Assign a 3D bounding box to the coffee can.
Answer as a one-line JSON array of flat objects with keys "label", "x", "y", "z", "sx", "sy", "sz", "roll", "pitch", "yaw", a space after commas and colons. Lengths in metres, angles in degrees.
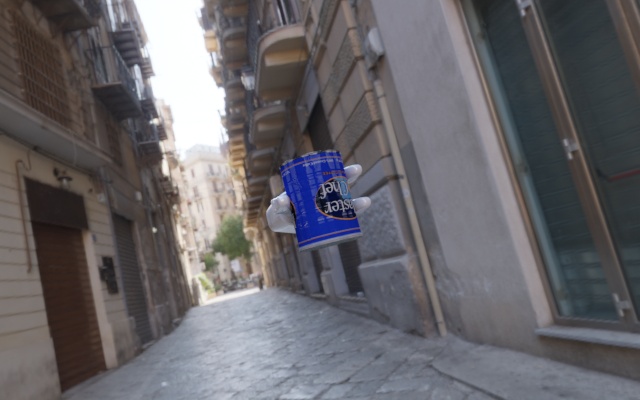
[{"label": "coffee can", "x": 0.000, "y": 0.003, "z": 0.758, "sx": 0.103, "sy": 0.140, "sz": 0.103, "roll": -14, "pitch": -8, "yaw": -2}]
